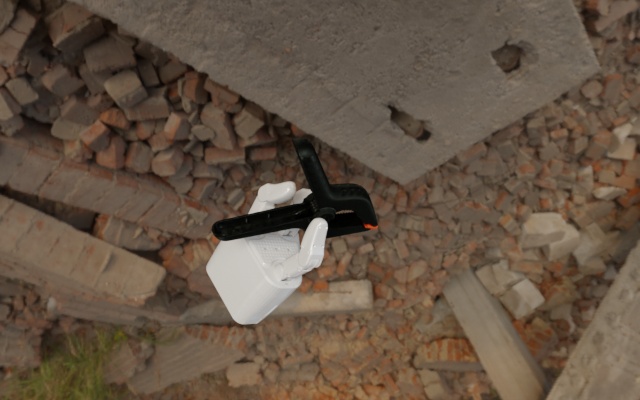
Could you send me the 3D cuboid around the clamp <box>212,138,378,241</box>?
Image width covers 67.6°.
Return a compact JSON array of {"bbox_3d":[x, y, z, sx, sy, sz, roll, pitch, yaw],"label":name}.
[{"bbox_3d":[0.001,0.003,0.561,0.210,0.036,0.165,9,-42,-38],"label":"clamp"}]
